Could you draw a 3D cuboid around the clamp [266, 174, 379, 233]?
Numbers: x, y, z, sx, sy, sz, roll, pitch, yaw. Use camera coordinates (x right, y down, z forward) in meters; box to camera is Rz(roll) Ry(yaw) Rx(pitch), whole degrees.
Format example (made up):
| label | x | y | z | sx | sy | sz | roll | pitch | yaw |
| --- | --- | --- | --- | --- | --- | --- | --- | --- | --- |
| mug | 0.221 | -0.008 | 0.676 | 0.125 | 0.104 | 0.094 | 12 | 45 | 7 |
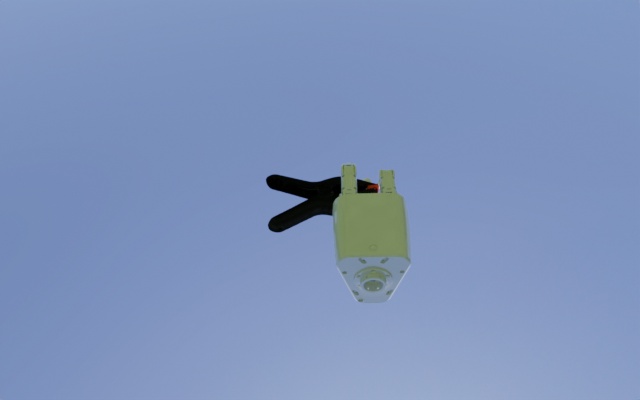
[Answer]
| label | x | y | z | sx | sy | sz | roll | pitch | yaw |
| --- | --- | --- | --- | --- | --- | --- | --- | --- | --- |
| clamp | 0.000 | 0.003 | 0.690 | 0.171 | 0.039 | 0.120 | -1 | 44 | 4 |
